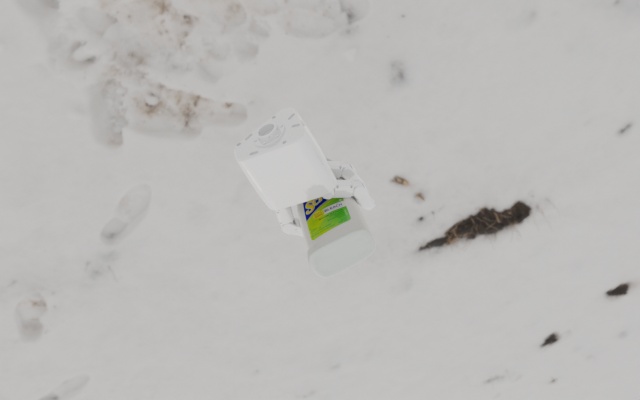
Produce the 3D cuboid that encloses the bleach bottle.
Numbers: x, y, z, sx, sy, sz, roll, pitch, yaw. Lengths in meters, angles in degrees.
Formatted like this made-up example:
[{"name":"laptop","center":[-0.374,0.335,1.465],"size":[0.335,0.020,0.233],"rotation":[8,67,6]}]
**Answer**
[{"name":"bleach bottle","center":[0.000,0.003,0.768],"size":[0.102,0.068,0.250],"rotation":[-28,41,3]}]
